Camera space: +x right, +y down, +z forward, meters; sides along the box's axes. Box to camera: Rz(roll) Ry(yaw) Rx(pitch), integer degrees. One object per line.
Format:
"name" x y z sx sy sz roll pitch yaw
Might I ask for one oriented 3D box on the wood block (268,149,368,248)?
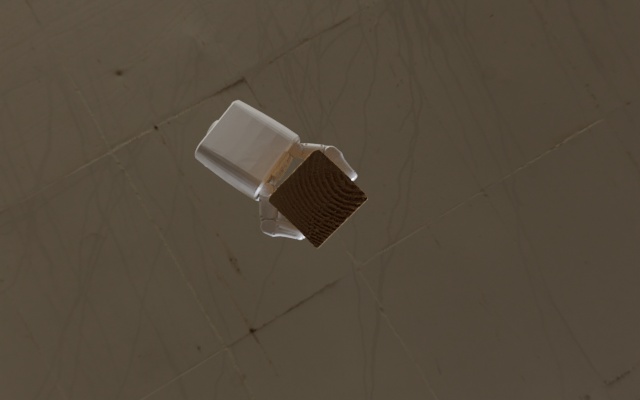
"wood block" 0.000 0.002 0.678 0.090 0.091 0.206 44 0 3
